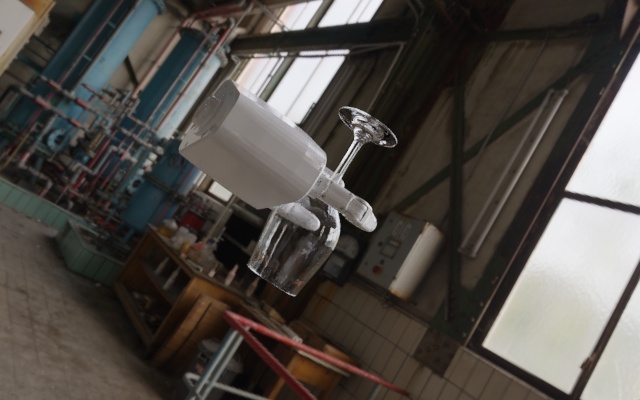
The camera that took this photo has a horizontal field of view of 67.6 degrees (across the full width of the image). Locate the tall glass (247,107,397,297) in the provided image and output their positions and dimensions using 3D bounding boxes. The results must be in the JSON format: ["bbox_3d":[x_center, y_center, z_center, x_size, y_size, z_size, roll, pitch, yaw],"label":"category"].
[{"bbox_3d":[0.001,0.001,0.517,0.079,0.201,0.079,31,-7,5],"label":"tall glass"}]
